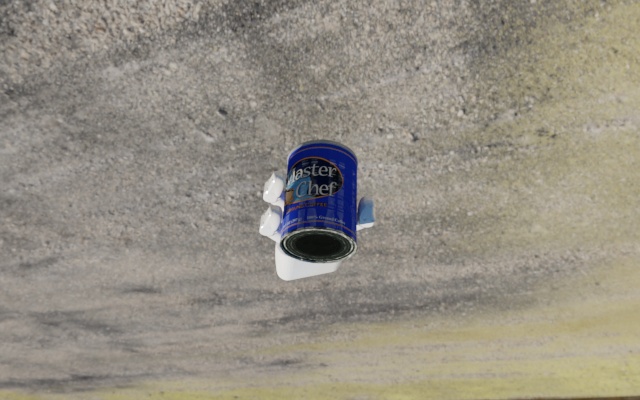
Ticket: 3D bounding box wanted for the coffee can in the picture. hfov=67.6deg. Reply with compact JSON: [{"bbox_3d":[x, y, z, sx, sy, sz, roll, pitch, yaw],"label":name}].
[{"bbox_3d":[0.000,0.002,0.659,0.103,0.140,0.103,2,-32,1],"label":"coffee can"}]
